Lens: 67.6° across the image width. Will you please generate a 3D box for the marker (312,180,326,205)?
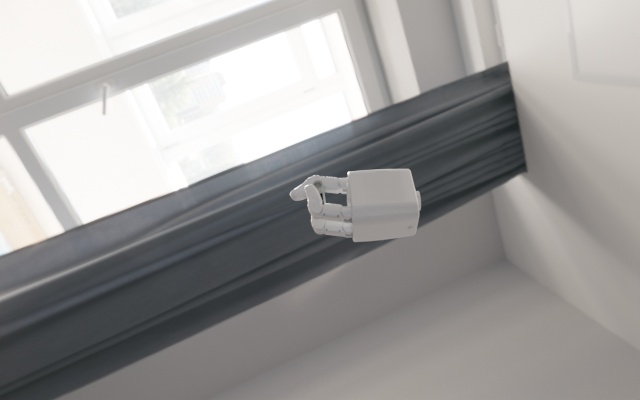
[{"bbox_3d":[0.000,0.003,0.840,0.020,0.020,0.121,0,-28,5],"label":"marker"}]
